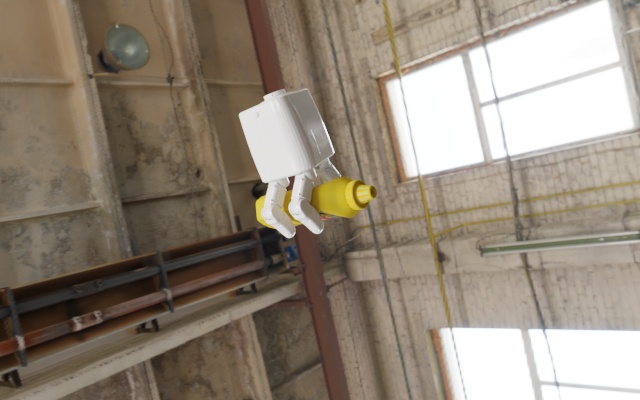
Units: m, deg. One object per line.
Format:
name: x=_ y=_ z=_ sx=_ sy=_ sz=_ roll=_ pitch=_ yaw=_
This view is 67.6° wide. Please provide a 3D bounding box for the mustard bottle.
mustard bottle: x=0.000 y=0.003 z=0.703 sx=0.191 sy=0.058 sz=0.096 roll=-12 pitch=-11 yaw=41
